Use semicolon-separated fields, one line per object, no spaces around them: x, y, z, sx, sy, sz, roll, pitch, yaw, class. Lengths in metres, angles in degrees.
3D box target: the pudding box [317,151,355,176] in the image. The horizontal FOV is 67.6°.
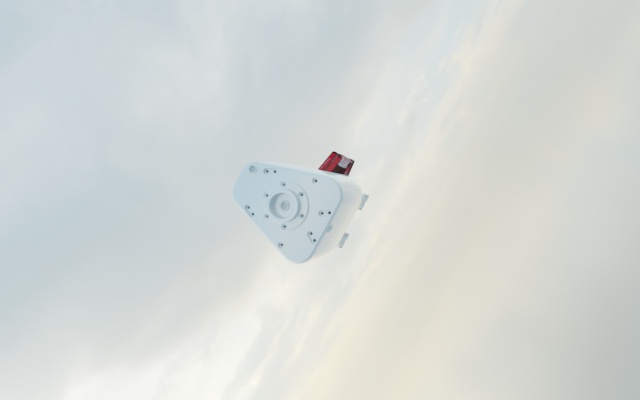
0.000;0.002;0.630;0.039;0.114;0.090;29;35;7;pudding box
